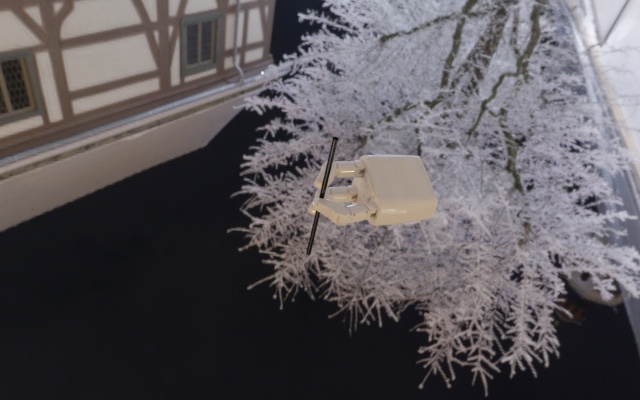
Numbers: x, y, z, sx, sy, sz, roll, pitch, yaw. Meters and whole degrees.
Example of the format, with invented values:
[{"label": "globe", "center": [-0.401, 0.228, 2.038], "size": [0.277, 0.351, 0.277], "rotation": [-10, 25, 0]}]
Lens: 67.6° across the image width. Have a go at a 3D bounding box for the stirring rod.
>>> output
[{"label": "stirring rod", "center": [0.000, 0.002, 0.745], "size": [0.011, 0.240, 0.011], "rotation": [8, 41, -7]}]
